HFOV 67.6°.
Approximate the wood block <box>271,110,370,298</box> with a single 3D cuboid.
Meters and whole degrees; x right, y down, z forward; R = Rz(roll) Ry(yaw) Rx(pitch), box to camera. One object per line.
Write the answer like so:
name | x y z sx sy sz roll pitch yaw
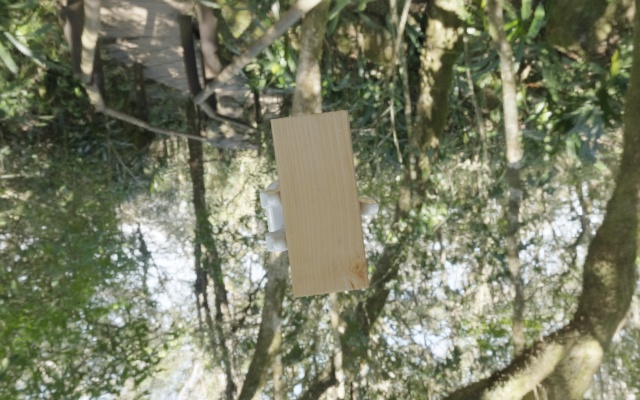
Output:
wood block | 0.000 0.002 0.586 0.091 0.206 0.090 -8 3 0
